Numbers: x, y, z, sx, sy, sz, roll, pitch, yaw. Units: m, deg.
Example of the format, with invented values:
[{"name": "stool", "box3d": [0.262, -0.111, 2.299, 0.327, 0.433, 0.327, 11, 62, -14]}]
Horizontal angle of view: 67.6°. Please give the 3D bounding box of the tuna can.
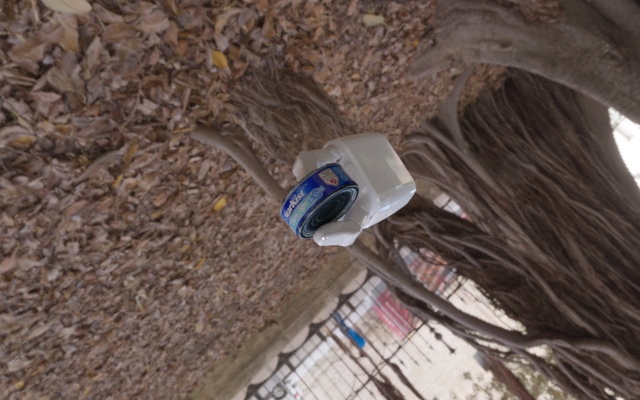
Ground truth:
[{"name": "tuna can", "box3d": [0.000, 0.002, 0.513, 0.086, 0.033, 0.086, -35, -21, -15]}]
